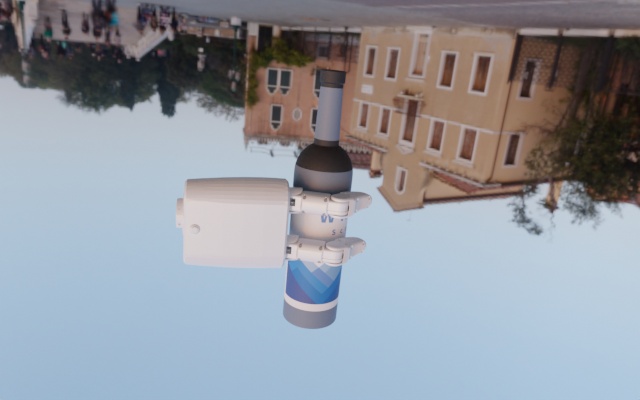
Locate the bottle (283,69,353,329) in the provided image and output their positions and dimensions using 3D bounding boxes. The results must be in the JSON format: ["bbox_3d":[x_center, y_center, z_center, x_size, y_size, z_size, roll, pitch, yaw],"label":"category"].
[{"bbox_3d":[0.000,0.002,0.550,0.069,0.296,0.069,5,17,-2],"label":"bottle"}]
